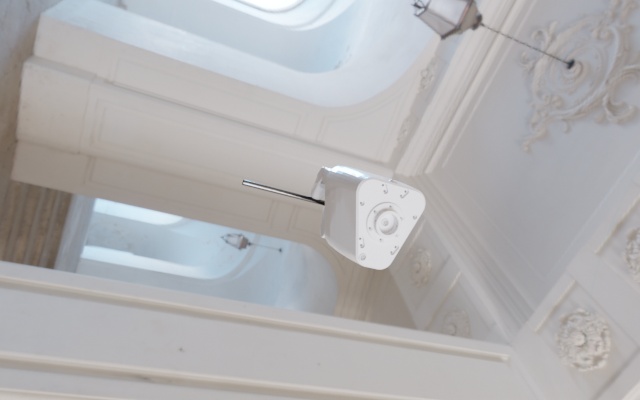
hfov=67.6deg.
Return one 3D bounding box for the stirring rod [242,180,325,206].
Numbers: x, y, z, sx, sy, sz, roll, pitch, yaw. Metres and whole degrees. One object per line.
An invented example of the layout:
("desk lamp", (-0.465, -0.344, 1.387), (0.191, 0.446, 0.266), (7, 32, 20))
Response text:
("stirring rod", (0.000, 0.002, 0.716), (0.239, 0.011, 0.011), (14, -5, -20))
